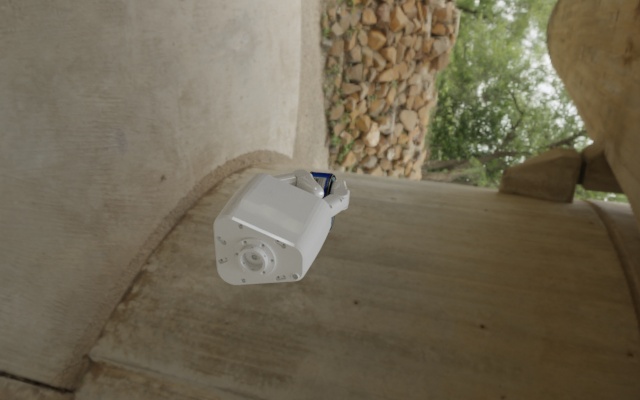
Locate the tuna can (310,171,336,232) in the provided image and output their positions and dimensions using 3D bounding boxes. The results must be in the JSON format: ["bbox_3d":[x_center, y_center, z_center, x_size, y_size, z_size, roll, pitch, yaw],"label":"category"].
[{"bbox_3d":[0.001,0.002,0.679,0.034,0.086,0.086,5,1,11],"label":"tuna can"}]
